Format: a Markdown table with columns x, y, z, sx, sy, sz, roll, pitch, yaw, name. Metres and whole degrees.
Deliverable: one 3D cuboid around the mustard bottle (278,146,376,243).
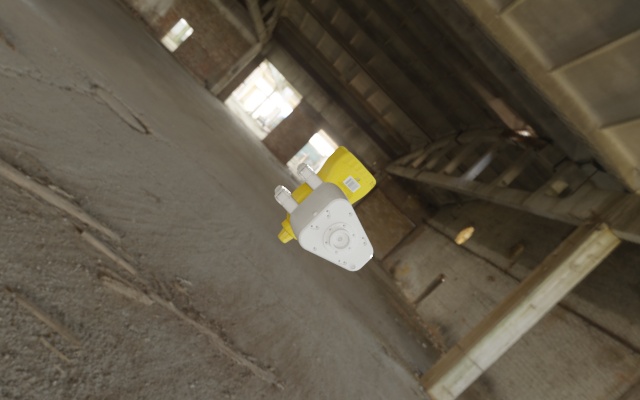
| x | y | z | sx | sy | sz | roll | pitch | yaw | name |
| --- | --- | --- | --- | --- | --- | --- | --- | --- | --- |
| 0.000 | 0.002 | 0.829 | 0.096 | 0.191 | 0.058 | 43 | 4 | -39 | mustard bottle |
